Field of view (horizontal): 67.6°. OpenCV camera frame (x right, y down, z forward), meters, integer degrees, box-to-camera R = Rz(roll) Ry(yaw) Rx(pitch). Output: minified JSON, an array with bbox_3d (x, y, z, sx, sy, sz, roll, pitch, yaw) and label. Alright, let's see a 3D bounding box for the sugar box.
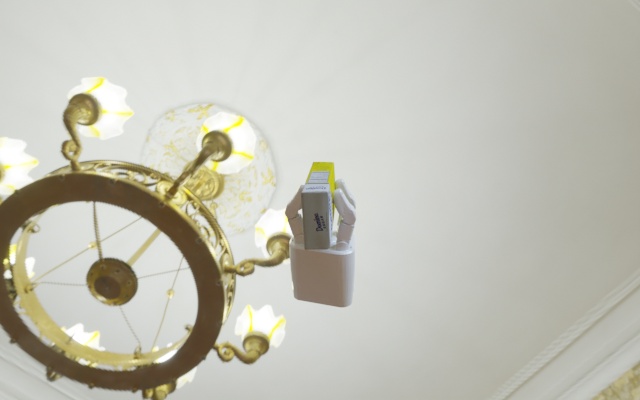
[{"bbox_3d":[0.001,0.003,0.772,0.048,0.093,0.176,-2,19,3],"label":"sugar box"}]
